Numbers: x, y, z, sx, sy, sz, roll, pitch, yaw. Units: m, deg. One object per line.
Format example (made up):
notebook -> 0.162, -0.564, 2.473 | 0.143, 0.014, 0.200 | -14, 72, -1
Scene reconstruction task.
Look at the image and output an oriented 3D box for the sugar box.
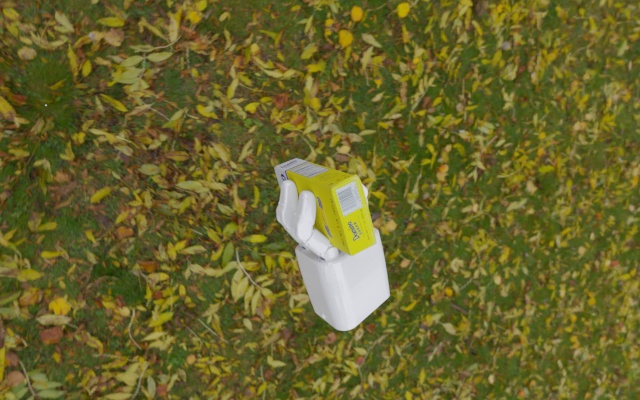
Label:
sugar box -> 0.000, 0.002, 0.631 | 0.048, 0.093, 0.176 | -25, 21, -24
